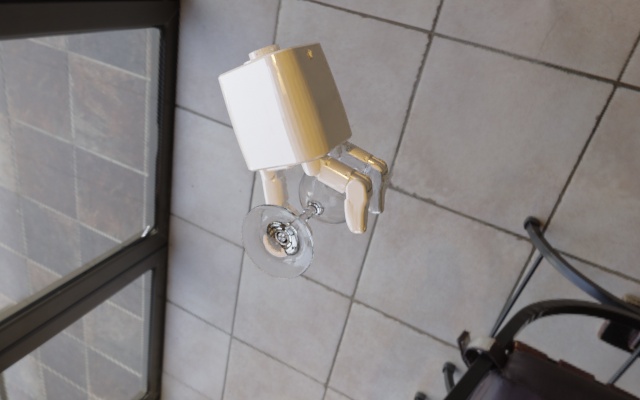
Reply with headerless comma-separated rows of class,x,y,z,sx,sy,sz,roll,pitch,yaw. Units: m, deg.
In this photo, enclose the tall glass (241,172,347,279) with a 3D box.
tall glass,0.000,0.002,0.512,0.079,0.079,0.201,0,21,26
